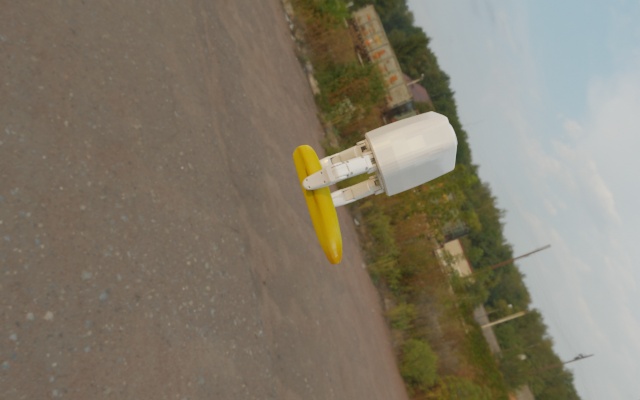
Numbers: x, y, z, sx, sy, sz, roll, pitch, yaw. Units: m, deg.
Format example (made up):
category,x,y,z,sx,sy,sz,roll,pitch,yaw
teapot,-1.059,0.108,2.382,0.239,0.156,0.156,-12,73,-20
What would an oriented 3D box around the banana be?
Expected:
category,x,y,z,sx,sy,sz,roll,pitch,yaw
banana,-0.004,-0.009,0.672,0.037,0.197,0.070,-19,-29,2
